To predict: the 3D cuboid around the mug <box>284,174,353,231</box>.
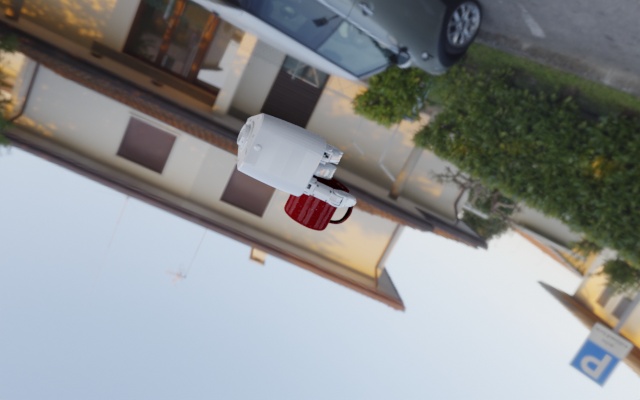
[{"bbox_3d":[0.001,0.003,0.818,0.117,0.081,0.093,23,14,-20],"label":"mug"}]
